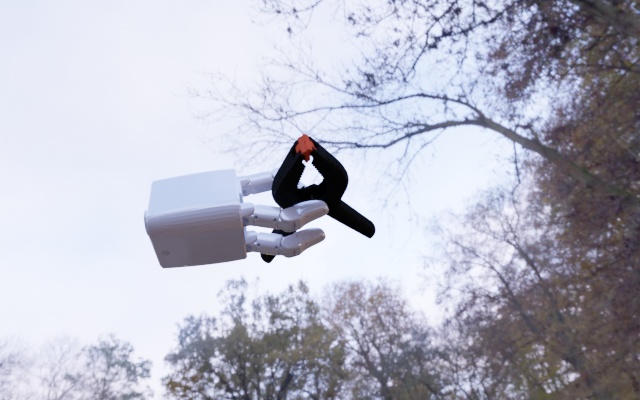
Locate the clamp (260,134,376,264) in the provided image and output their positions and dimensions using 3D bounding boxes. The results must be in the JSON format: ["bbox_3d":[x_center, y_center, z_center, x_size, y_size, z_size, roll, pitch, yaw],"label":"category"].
[{"bbox_3d":[0.000,0.001,0.604,0.164,0.036,0.210,-10,-40,-11],"label":"clamp"}]
